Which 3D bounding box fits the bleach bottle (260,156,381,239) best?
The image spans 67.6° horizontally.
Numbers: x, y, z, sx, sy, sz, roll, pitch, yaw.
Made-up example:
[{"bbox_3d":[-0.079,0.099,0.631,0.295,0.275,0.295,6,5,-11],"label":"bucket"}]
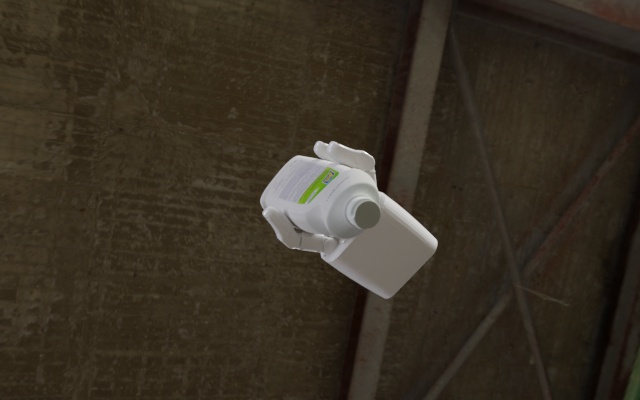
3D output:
[{"bbox_3d":[0.000,0.002,0.576,0.068,0.102,0.251,38,-5,-20],"label":"bleach bottle"}]
